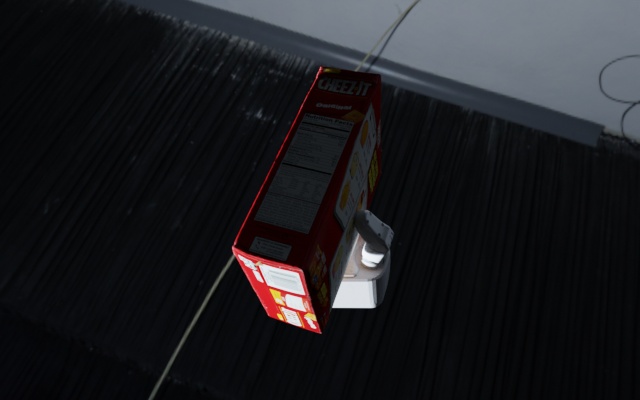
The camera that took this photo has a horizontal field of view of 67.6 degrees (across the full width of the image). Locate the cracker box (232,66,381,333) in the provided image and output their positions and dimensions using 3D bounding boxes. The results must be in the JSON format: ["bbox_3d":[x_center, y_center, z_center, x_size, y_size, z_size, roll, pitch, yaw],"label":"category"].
[{"bbox_3d":[0.000,0.002,0.478,0.072,0.213,0.164,14,-29,15],"label":"cracker box"}]
